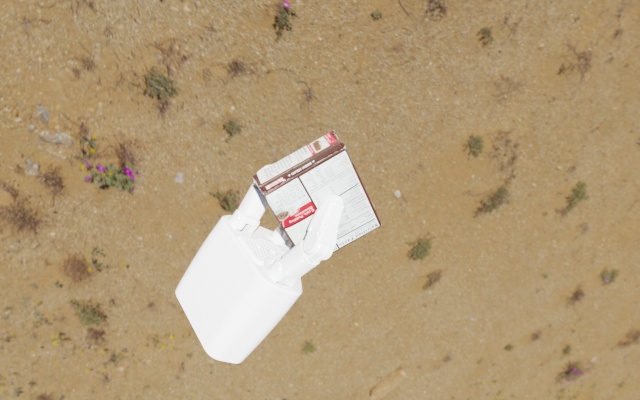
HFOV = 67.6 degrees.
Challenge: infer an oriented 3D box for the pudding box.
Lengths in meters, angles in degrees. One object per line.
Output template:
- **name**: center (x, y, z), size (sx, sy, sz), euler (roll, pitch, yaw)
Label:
- **pudding box**: center (0.000, 0.002, 0.467), size (0.090, 0.114, 0.039), euler (-30, 41, -2)
